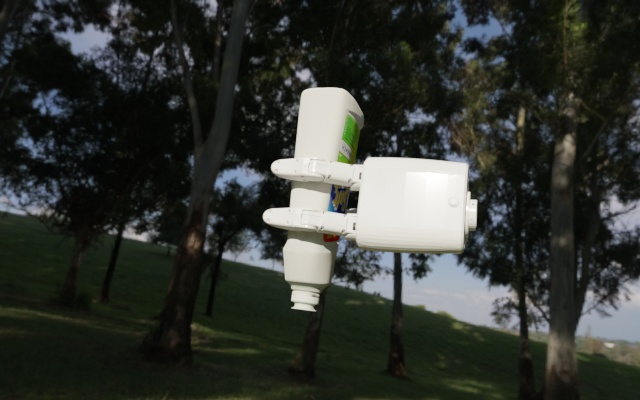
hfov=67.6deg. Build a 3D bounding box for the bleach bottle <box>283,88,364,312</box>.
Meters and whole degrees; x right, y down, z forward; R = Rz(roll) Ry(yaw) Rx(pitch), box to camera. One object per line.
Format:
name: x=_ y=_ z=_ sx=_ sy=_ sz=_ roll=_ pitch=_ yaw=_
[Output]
bleach bottle: x=0.000 y=0.002 z=0.562 sx=0.068 sy=0.250 sz=0.102 roll=3 pitch=-14 yaw=19
